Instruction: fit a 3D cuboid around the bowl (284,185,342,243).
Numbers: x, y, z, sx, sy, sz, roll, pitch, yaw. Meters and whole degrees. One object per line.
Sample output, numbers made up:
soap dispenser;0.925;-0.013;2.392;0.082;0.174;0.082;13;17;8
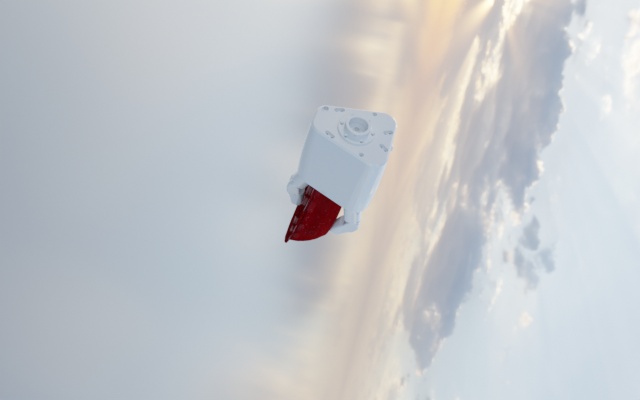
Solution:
bowl;0.000;0.003;0.751;0.055;0.162;0.162;25;-3;-7
